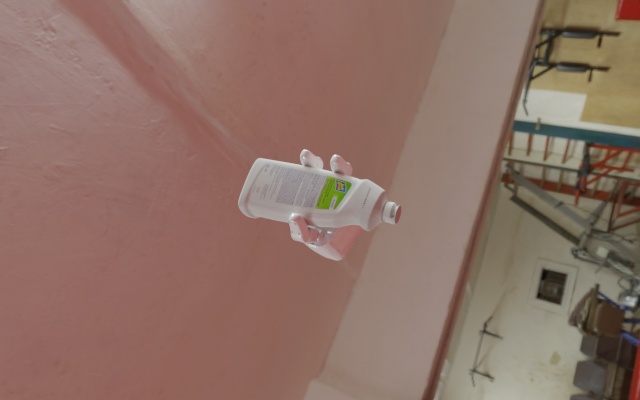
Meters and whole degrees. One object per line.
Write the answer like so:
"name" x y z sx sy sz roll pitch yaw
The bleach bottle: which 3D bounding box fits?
"bleach bottle" 0.000 0.002 0.750 0.251 0.102 0.068 13 -15 24
